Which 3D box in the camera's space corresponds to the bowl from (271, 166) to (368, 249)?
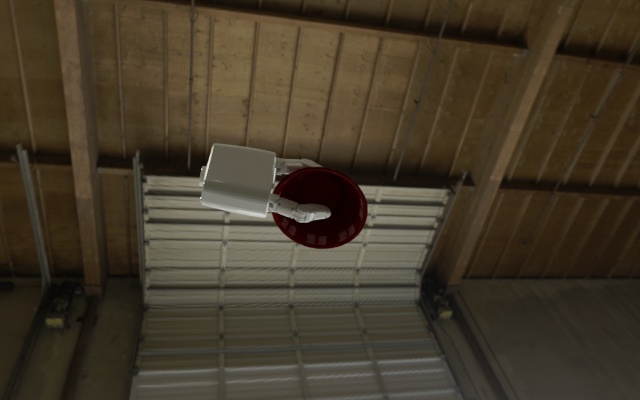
[{"bbox_3d":[0.001,0.003,0.807,0.162,0.162,0.055,0,32,8],"label":"bowl"}]
